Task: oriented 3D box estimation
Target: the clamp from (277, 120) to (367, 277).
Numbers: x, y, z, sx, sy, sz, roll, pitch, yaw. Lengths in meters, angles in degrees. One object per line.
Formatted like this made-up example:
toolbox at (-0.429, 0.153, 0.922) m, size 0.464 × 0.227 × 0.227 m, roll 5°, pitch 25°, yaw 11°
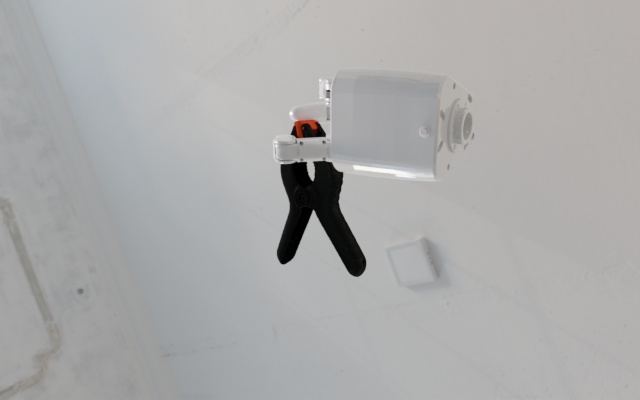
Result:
clamp at (0.000, 0.001, 0.513) m, size 0.120 × 0.171 × 0.039 m, roll 11°, pitch 20°, yaw 32°
